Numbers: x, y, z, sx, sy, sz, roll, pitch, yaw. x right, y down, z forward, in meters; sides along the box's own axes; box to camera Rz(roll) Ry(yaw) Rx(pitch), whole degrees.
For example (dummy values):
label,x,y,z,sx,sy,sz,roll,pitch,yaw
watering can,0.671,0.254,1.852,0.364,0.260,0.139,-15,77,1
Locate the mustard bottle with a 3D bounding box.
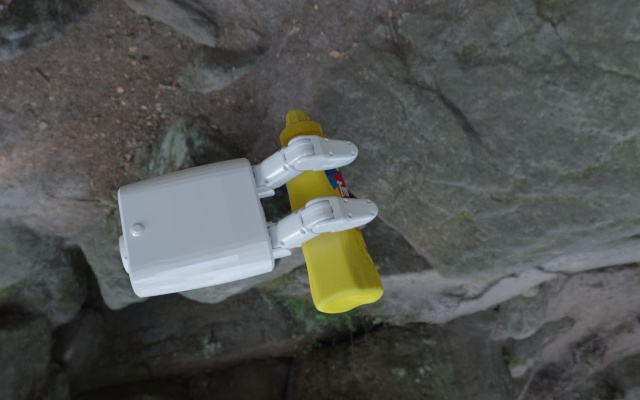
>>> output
label,x,y,z,sx,sy,sz,roll,pitch,yaw
mustard bottle,0.000,0.002,0.434,0.058,0.191,0.096,-21,-21,11
